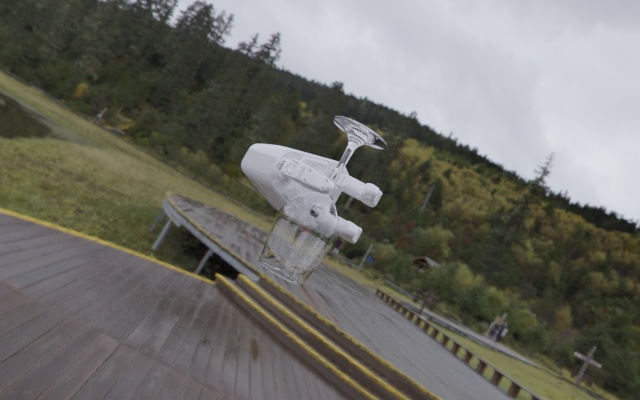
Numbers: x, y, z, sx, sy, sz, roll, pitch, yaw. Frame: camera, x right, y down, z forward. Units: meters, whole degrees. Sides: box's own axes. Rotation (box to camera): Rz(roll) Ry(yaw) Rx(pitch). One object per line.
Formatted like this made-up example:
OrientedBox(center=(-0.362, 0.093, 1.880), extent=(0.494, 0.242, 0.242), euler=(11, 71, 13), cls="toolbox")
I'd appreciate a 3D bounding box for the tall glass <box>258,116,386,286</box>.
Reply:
OrientedBox(center=(0.000, 0.001, 0.584), extent=(0.079, 0.201, 0.079), euler=(29, -5, 3), cls="tall glass")
